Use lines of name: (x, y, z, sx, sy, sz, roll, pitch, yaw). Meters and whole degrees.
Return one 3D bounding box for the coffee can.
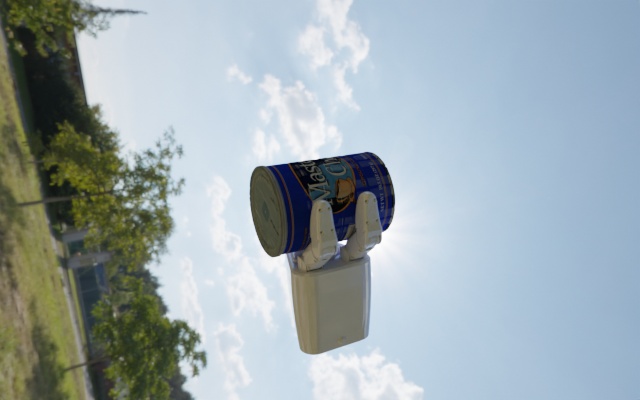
coffee can: (0.000, 0.002, 0.555, 0.140, 0.103, 0.103, -10, 4, -24)
